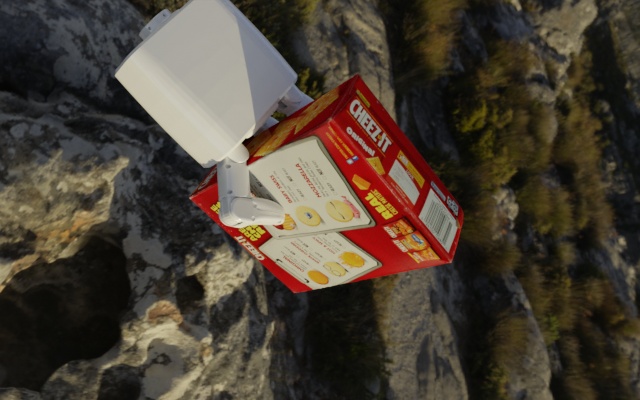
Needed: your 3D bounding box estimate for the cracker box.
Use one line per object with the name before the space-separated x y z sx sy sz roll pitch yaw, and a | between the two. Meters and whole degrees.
cracker box | 0.000 0.002 0.458 0.214 0.072 0.164 -21 -60 45
